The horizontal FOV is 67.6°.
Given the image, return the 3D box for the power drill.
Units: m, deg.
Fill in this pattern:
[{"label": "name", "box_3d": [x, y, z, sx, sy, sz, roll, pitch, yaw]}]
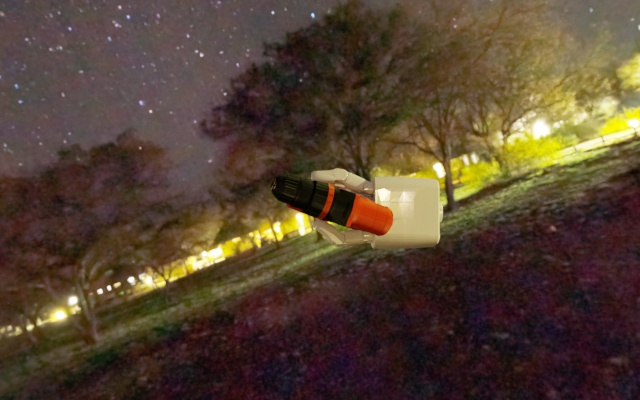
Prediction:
[{"label": "power drill", "box_3d": [0.000, 0.002, 0.742, 0.184, 0.057, 0.187, 21, 0, -15]}]
